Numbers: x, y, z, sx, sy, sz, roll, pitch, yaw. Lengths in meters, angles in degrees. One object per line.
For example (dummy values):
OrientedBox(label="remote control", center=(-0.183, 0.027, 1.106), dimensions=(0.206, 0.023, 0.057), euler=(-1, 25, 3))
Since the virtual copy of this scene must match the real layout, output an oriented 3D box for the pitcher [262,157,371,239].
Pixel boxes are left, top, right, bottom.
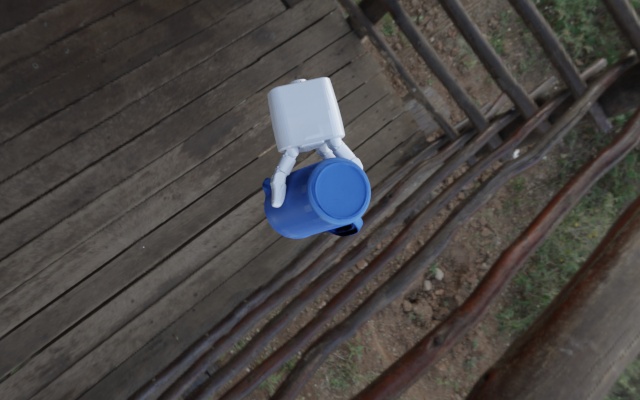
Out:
OrientedBox(label="pitcher", center=(0.000, 0.003, 0.848), dimensions=(0.149, 0.145, 0.243), euler=(-11, -2, -21))
